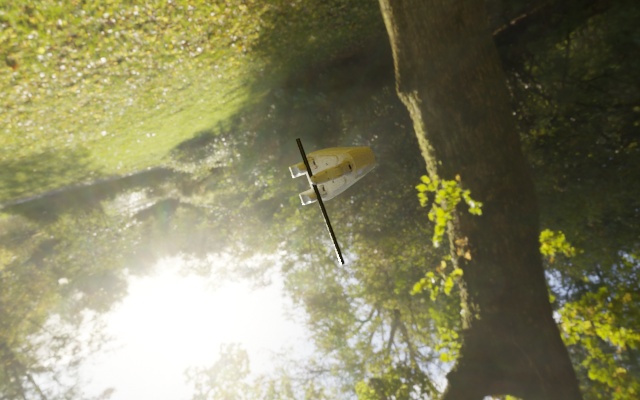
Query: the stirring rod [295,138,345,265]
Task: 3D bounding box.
[{"bbox_3d":[0.000,0.003,0.859,0.011,0.239,0.011,-20,5,2],"label":"stirring rod"}]
